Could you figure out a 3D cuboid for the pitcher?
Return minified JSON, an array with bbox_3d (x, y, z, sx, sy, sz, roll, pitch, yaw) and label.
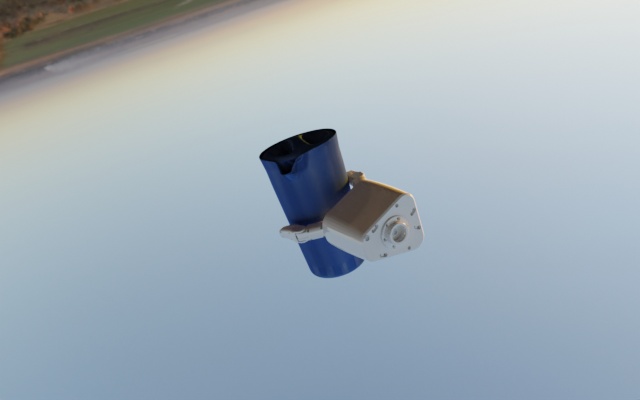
[{"bbox_3d":[0.000,0.003,0.829,0.149,0.243,0.145,-29,24,-23],"label":"pitcher"}]
